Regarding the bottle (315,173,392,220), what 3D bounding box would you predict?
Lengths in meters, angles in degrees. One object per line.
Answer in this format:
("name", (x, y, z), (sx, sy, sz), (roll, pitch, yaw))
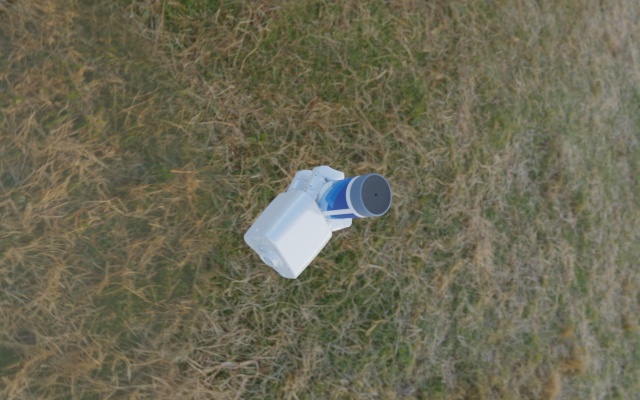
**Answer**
("bottle", (0.000, 0.003, 0.855), (0.069, 0.069, 0.296), (0, -5, -36))
